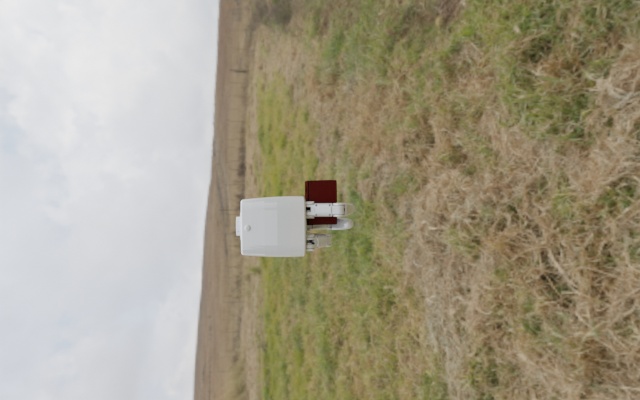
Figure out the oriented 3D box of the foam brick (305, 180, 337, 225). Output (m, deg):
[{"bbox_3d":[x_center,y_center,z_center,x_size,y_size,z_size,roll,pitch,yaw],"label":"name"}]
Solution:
[{"bbox_3d":[0.000,0.002,0.827,0.051,0.078,0.053,0,1,-6],"label":"foam brick"}]
